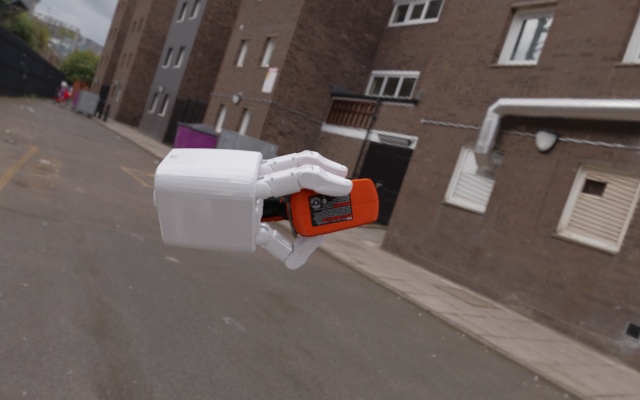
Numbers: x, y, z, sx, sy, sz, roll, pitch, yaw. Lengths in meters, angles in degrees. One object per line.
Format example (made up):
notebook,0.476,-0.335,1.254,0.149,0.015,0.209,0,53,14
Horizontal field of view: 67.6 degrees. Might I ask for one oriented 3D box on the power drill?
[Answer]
power drill,0.000,0.002,0.623,0.184,0.057,0.187,-12,5,-21
